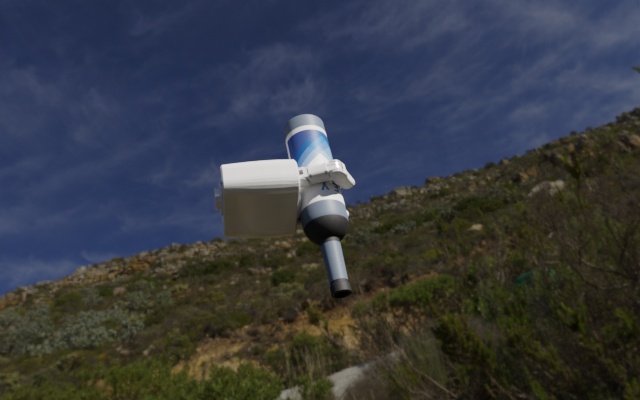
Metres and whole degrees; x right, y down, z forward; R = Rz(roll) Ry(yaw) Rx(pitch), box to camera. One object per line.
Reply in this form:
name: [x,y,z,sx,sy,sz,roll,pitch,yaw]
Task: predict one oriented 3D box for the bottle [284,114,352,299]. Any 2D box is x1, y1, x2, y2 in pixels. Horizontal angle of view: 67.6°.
bottle: [0.000,0.002,0.700,0.069,0.295,0.069,-9,-33,-6]
